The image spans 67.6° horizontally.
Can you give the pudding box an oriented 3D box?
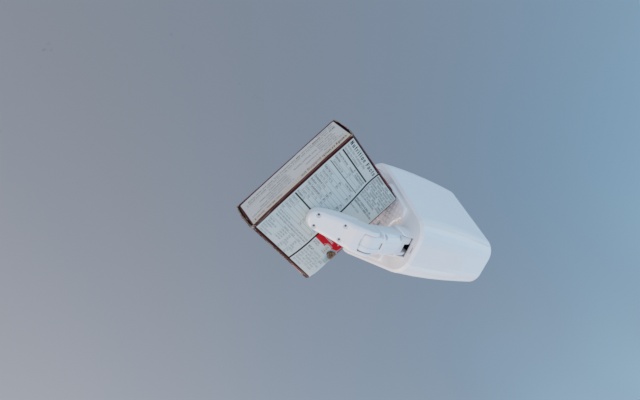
[{"bbox_3d":[0.000,0.001,0.412,0.090,0.113,0.039,49,-4,-40],"label":"pudding box"}]
